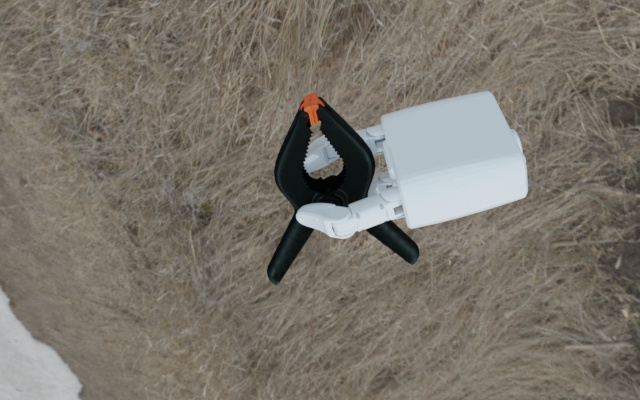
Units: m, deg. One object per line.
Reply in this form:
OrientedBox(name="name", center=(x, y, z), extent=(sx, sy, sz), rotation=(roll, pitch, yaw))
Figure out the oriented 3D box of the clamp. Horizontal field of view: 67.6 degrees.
OrientedBox(name="clamp", center=(0.000, 0.002, 0.468), extent=(0.164, 0.210, 0.036), rotation=(-16, 34, 7))
